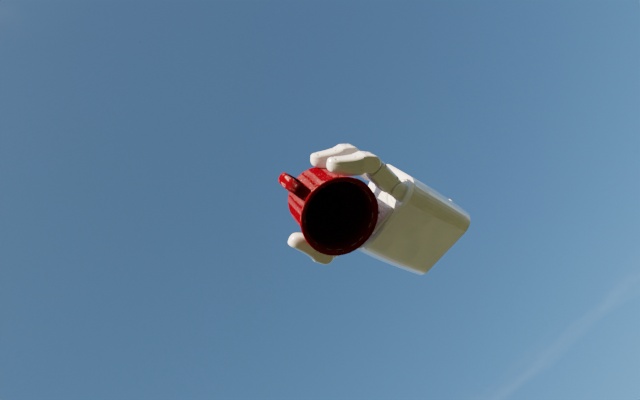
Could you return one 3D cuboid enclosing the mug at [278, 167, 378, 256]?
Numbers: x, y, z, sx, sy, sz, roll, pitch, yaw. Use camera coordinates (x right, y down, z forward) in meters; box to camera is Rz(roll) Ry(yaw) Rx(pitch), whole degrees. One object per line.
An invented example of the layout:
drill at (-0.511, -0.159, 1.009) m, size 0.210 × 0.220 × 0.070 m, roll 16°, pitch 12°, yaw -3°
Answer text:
mug at (-0.001, 0.001, 0.560) m, size 0.117 × 0.093 × 0.081 m, roll 29°, pitch 6°, yaw -25°
